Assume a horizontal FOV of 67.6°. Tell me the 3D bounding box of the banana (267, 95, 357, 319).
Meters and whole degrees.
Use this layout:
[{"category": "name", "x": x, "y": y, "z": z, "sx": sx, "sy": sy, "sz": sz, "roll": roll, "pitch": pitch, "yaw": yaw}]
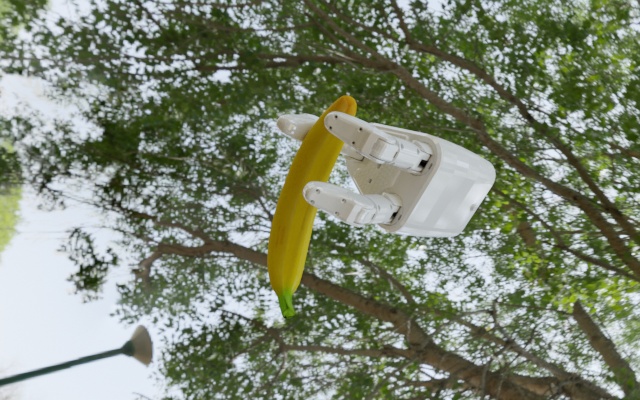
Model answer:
[{"category": "banana", "x": -0.012, "y": 0.002, "z": 0.435, "sx": 0.037, "sy": 0.198, "sz": 0.069, "roll": 15, "pitch": -1, "yaw": -37}]
